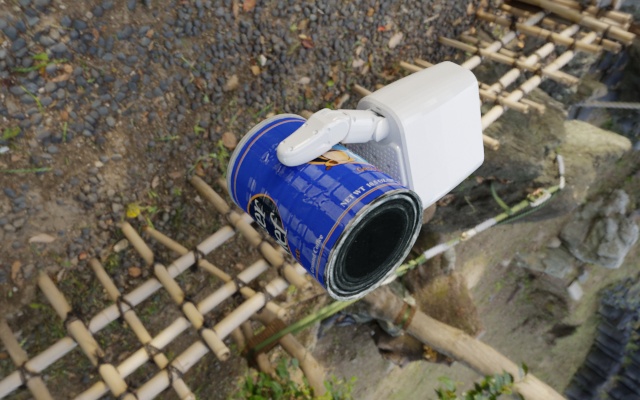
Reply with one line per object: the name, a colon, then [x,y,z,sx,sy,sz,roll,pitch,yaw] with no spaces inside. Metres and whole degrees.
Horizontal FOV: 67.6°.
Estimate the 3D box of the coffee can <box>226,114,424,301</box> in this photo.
coffee can: [0.000,0.001,0.405,0.103,0.103,0.140,0,30,-47]
